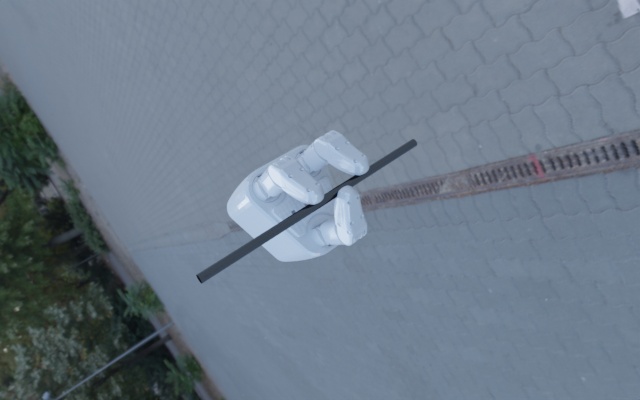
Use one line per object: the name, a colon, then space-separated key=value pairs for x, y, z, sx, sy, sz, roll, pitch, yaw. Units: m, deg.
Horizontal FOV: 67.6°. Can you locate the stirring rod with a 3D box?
stirring rod: x=0.000 y=0.001 z=0.411 sx=0.239 sy=0.011 sz=0.011 roll=-32 pitch=16 yaw=-26
